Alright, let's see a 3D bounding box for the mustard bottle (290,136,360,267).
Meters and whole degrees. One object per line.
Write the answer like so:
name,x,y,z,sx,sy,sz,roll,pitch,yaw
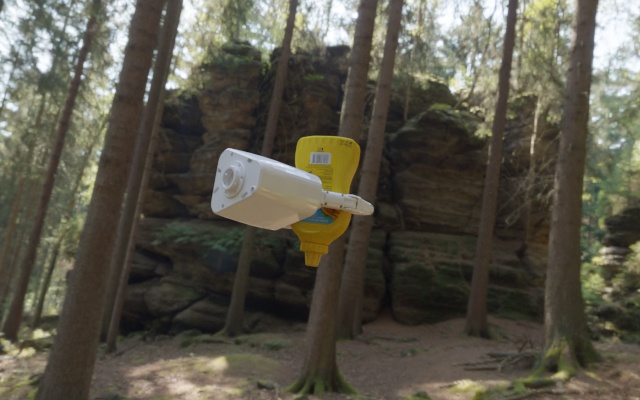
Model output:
mustard bottle,0.000,0.002,0.713,0.096,0.191,0.058,5,-10,21
